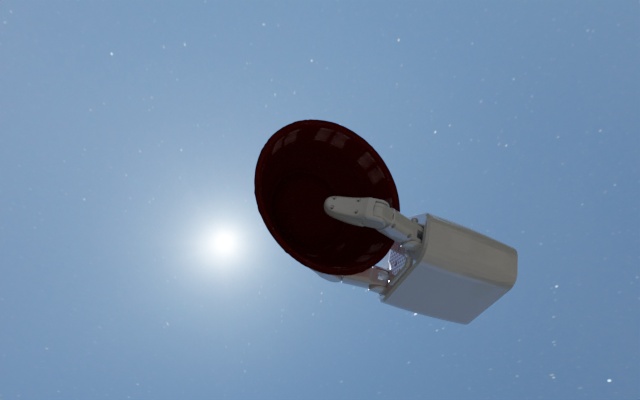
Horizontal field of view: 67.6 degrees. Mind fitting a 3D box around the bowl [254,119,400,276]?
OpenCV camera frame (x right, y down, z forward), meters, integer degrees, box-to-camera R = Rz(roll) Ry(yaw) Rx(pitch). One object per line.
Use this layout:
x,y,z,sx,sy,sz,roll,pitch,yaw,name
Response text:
-0.001,0.001,0.485,0.162,0.162,0.055,0,-19,-30,bowl
